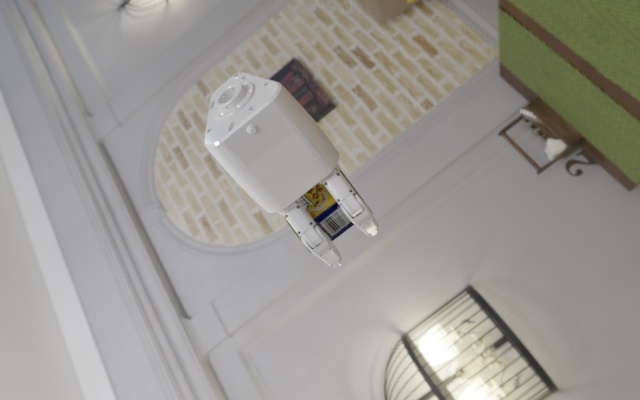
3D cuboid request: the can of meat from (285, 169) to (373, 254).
[{"bbox_3d":[0.000,0.002,0.564,0.057,0.084,0.102,48,6,-42],"label":"can of meat"}]
